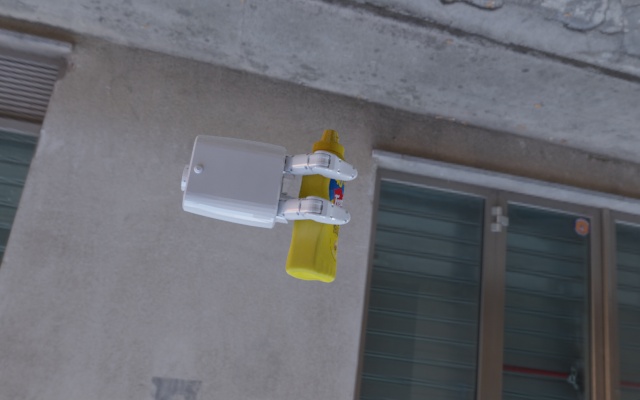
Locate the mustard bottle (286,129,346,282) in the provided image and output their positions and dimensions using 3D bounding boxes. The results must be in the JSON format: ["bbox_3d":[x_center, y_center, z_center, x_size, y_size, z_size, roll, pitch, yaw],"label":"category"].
[{"bbox_3d":[0.000,0.002,0.600,0.058,0.191,0.096,4,-15,15],"label":"mustard bottle"}]
